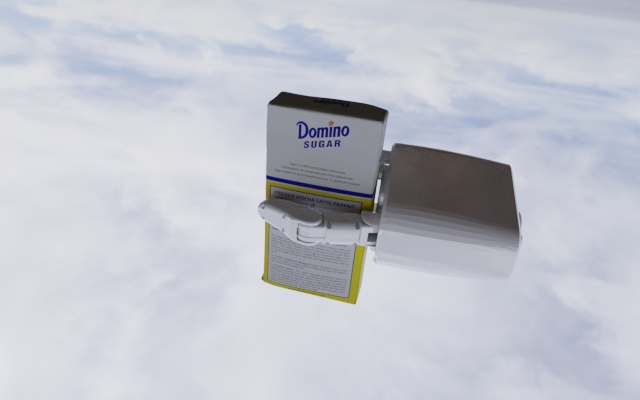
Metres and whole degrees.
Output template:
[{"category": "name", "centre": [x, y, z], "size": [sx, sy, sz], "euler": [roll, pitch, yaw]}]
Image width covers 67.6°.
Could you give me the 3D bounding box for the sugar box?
[{"category": "sugar box", "centre": [0.000, 0.001, 0.414], "size": [0.093, 0.176, 0.048], "euler": [11, 27, 9]}]
